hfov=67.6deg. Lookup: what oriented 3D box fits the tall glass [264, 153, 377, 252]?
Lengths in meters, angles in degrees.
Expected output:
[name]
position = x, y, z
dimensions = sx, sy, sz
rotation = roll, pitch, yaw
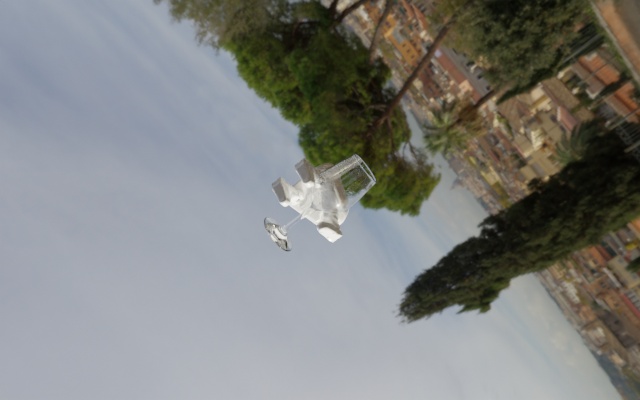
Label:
[tall glass]
position = 0.000, 0.003, 0.831
dimensions = 0.201, 0.079, 0.079
rotation = -37, -11, 15
